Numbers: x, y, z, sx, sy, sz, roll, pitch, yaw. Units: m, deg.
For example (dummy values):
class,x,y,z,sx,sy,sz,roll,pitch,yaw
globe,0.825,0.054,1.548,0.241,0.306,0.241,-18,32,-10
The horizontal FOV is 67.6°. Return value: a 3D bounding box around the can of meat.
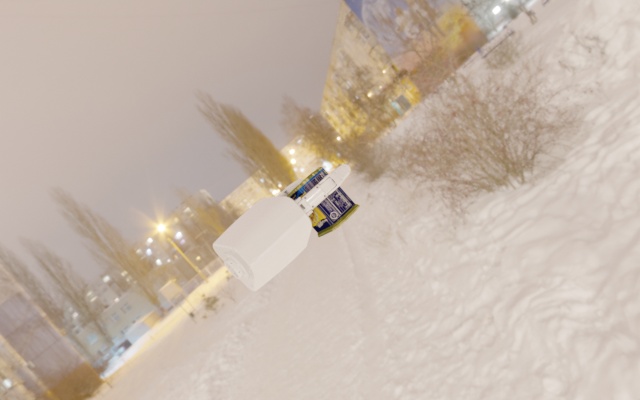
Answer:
class,x,y,z,sx,sy,sz,roll,pitch,yaw
can of meat,0.000,0.002,0.724,0.057,0.084,0.102,-43,3,-21
